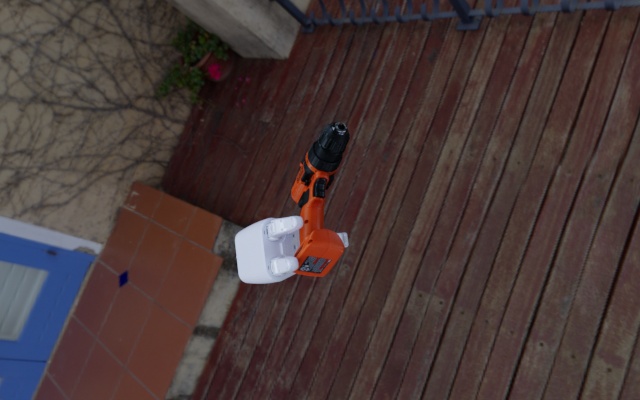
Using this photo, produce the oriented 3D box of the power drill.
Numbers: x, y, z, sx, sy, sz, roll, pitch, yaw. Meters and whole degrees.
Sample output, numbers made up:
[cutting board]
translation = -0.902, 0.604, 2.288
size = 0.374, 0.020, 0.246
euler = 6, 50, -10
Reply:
[power drill]
translation = 0.000, 0.003, 0.699
size = 0.057, 0.187, 0.184
euler = 11, -36, -13
